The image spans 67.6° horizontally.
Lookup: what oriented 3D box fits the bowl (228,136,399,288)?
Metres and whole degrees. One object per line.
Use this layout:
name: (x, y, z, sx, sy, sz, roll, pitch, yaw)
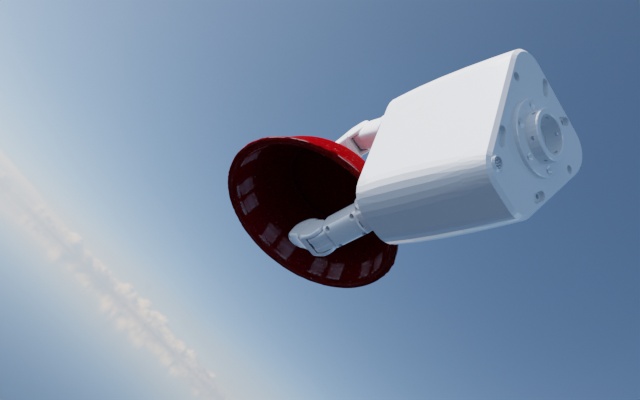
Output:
bowl: (-0.001, 0.001, 0.423, 0.162, 0.162, 0.055, 0, 36, 33)
